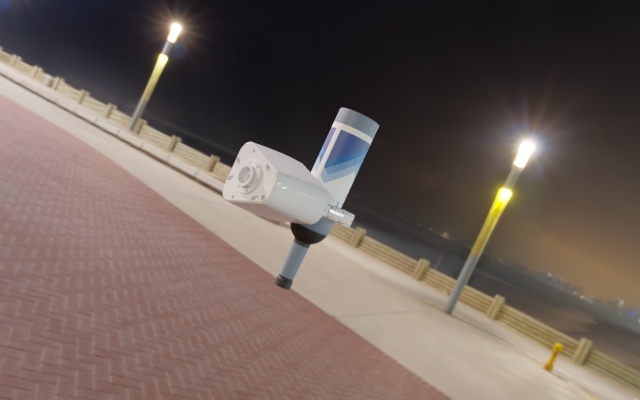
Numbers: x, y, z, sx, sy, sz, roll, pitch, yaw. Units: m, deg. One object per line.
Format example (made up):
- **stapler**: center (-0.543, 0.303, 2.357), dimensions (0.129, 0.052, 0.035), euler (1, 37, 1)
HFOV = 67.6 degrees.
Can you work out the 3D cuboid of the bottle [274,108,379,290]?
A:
- **bottle**: center (0.000, 0.002, 0.755), dimensions (0.069, 0.296, 0.069), euler (25, 2, -1)
